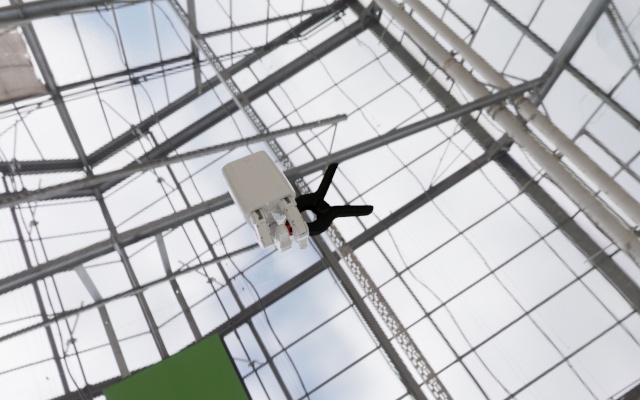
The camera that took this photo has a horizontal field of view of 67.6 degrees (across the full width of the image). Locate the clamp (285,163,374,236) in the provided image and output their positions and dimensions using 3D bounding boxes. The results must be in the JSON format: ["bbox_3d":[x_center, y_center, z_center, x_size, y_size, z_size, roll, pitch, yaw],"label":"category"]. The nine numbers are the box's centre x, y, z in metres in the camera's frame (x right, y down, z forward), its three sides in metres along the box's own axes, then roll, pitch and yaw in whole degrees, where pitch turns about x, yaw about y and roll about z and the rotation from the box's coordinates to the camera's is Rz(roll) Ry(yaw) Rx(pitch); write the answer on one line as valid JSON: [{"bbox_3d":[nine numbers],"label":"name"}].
[{"bbox_3d":[0.000,0.003,0.867,0.171,0.120,0.039,-23,-24,-23],"label":"clamp"}]
